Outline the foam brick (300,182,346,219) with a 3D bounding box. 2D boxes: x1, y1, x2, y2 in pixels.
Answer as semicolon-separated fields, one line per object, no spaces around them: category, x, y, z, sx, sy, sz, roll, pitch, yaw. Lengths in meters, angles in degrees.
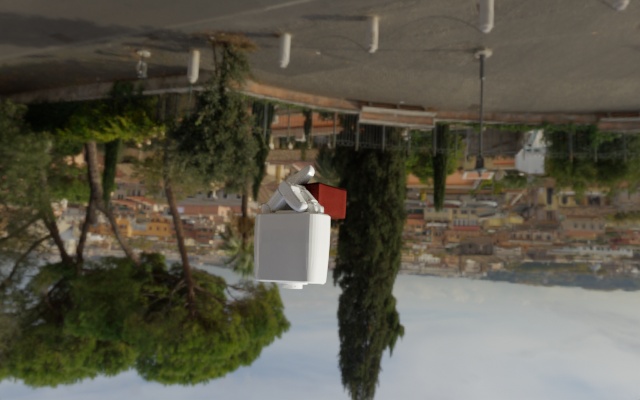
foam brick;0.000;0.003;0.802;0.053;0.051;0.078;-6;-12;38
